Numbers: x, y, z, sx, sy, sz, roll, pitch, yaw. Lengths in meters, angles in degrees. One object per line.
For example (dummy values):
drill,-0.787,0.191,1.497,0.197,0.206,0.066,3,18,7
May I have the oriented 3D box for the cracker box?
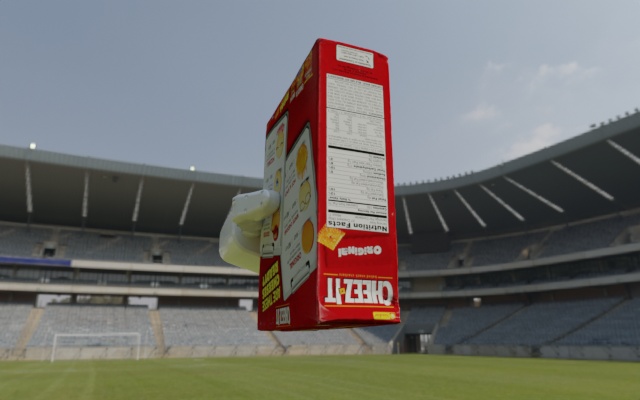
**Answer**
cracker box,0.000,0.001,0.413,0.072,0.213,0.164,6,-17,-20
